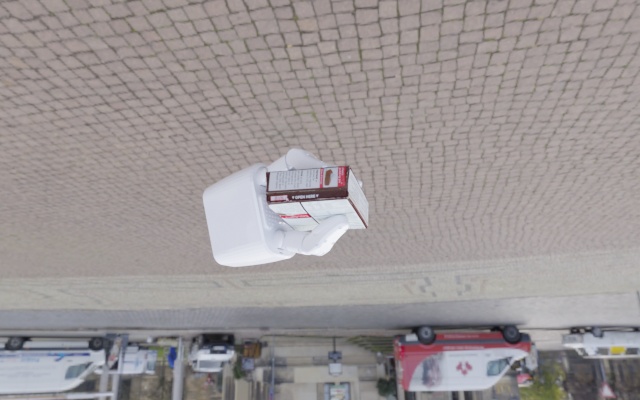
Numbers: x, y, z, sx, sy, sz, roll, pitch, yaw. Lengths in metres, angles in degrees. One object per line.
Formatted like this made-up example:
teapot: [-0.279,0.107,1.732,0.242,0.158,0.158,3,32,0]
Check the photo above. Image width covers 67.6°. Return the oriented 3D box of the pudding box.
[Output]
pudding box: [0.000,0.002,0.522,0.090,0.039,0.113,-4,-19,14]
